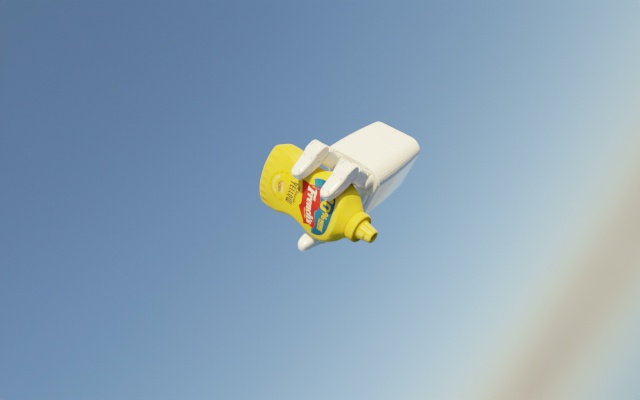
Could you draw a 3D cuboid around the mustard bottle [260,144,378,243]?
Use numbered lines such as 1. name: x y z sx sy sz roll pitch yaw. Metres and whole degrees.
1. mustard bottle: 0.000 0.002 0.661 0.191 0.096 0.058 33 26 30
